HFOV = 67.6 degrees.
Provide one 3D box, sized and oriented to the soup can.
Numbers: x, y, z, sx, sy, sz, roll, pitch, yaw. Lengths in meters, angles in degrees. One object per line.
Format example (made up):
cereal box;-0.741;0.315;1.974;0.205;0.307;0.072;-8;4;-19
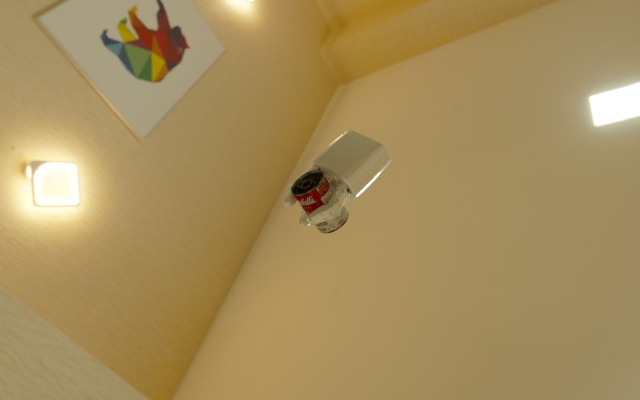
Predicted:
soup can;0.000;0.003;0.882;0.068;0.102;0.068;-24;32;16
